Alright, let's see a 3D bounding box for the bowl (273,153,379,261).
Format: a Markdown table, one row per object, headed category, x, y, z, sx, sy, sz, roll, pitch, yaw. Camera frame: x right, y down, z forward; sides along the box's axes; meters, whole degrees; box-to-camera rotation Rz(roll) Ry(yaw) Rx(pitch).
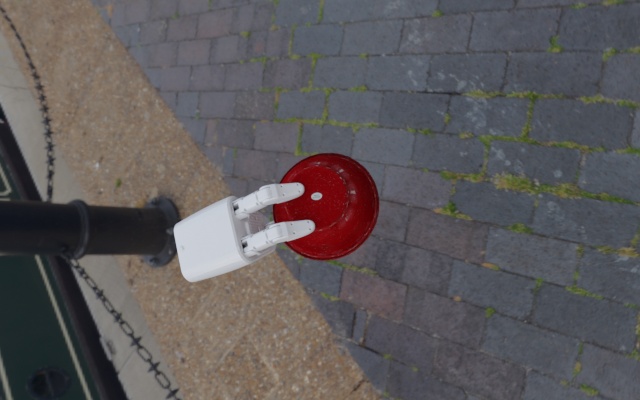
| category | x | y | z | sx | sy | sz | roll | pitch | yaw |
| --- | --- | --- | --- | --- | --- | --- | --- | --- | --- |
| bowl | 0.001 | 0.001 | 0.676 | 0.162 | 0.162 | 0.055 | 0 | -12 | 14 |
